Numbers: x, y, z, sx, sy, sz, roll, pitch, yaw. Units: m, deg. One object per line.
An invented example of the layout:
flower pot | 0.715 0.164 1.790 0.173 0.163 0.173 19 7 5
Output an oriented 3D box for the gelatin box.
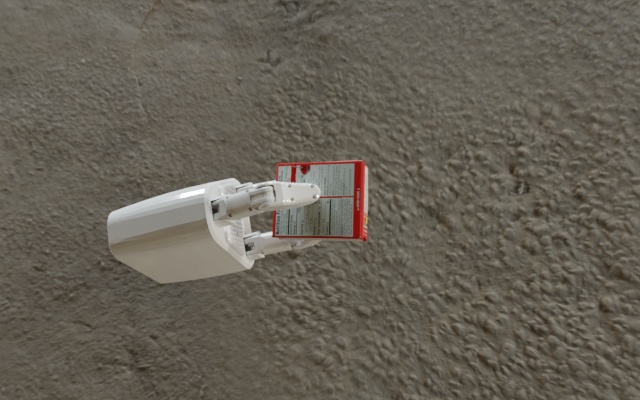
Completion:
gelatin box | 0.000 0.001 0.457 0.089 0.073 0.030 -1 -10 17
